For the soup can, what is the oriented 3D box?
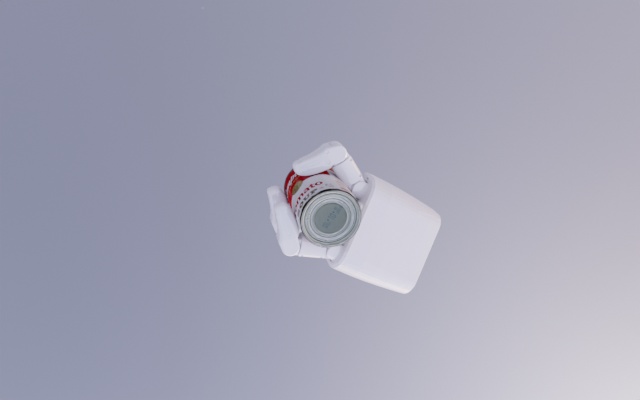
[{"bbox_3d":[0.000,0.002,0.535,0.068,0.068,0.102,0,21,-14],"label":"soup can"}]
